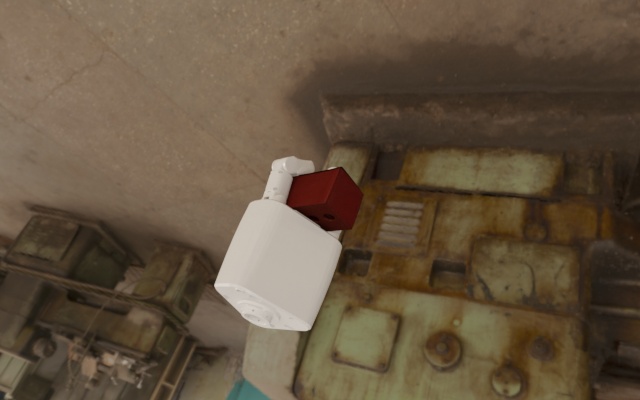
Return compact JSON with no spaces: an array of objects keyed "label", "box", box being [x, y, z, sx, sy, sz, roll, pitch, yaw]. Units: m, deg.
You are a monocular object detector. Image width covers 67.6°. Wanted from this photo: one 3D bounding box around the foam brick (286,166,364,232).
[{"label":"foam brick","box":[0.000,0.002,0.546,0.078,0.051,0.053,-9,-42,39]}]
